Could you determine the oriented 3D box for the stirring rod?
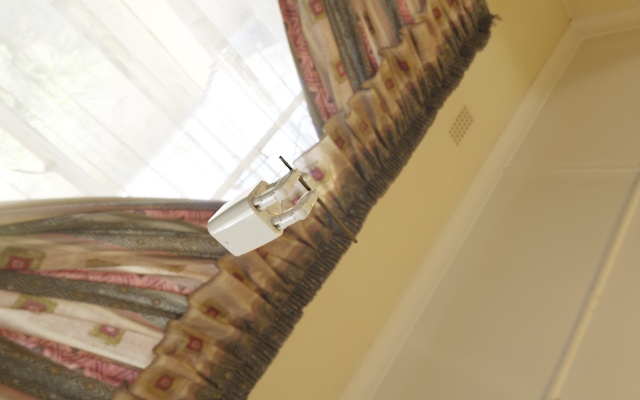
[{"bbox_3d":[0.000,0.003,0.879,0.011,0.011,0.240,0,-41,50],"label":"stirring rod"}]
